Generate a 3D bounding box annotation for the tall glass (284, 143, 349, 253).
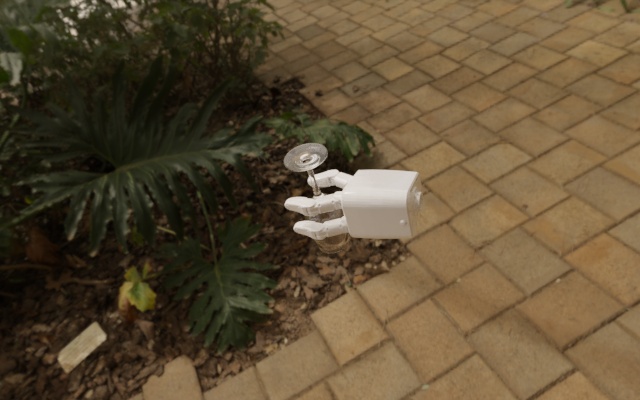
[{"bbox_3d":[0.000,0.002,0.834,0.079,0.201,0.079,-11,39,9],"label":"tall glass"}]
